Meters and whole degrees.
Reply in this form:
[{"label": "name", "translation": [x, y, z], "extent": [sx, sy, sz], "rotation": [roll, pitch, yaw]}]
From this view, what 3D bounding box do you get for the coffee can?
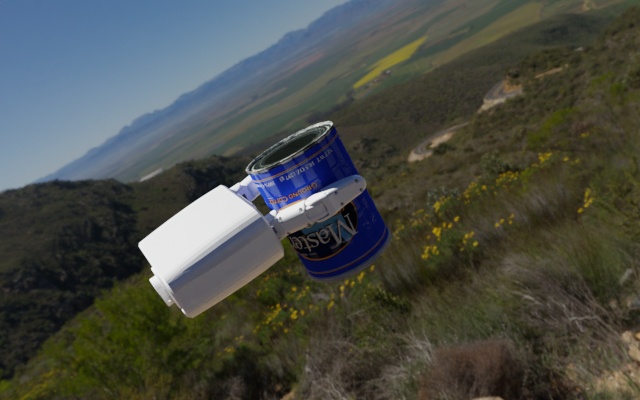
[{"label": "coffee can", "translation": [0.000, 0.002, 0.512], "extent": [0.103, 0.140, 0.102], "rotation": [-26, 18, 9]}]
